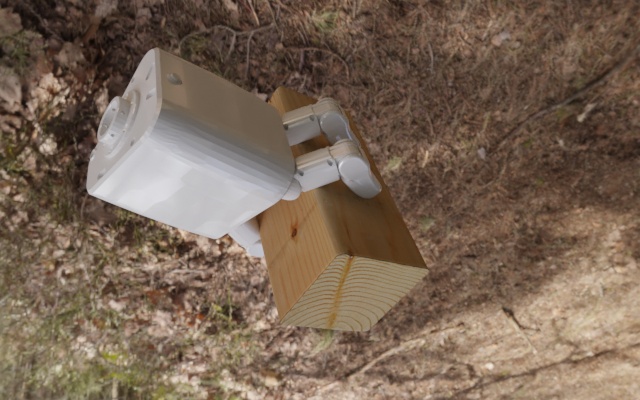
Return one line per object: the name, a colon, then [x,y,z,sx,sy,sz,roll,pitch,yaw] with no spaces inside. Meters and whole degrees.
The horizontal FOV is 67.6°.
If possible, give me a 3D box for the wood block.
wood block: [0.000,0.002,0.430,0.090,0.206,0.091,14,-51,-32]
